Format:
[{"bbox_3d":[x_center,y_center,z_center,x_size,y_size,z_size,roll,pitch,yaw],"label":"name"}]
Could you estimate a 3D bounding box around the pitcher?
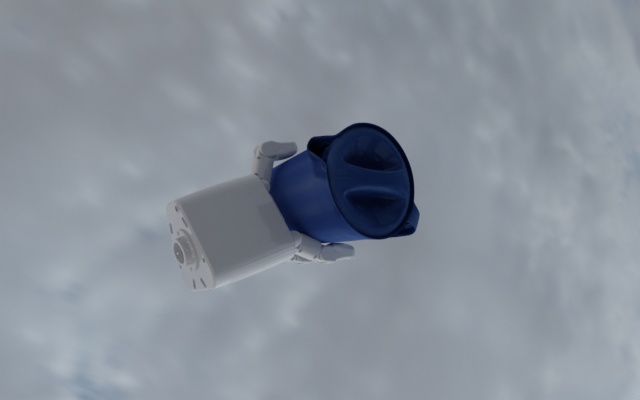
[{"bbox_3d":[0.000,0.002,0.626,0.145,0.149,0.243,-20,3,-38],"label":"pitcher"}]
